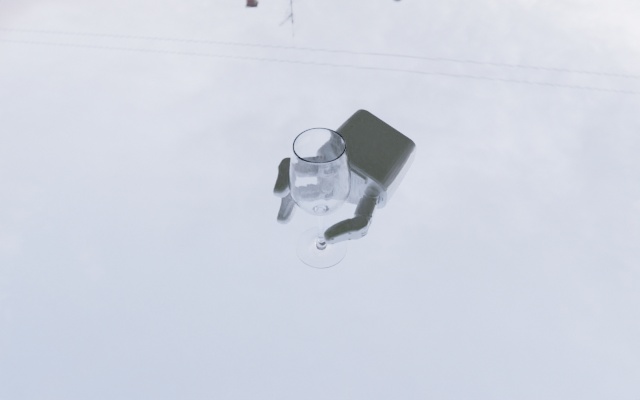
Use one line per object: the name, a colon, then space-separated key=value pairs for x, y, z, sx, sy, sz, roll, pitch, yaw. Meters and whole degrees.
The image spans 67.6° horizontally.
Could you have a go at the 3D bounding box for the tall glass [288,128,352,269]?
tall glass: x=0.000 y=0.003 z=0.618 sx=0.079 sy=0.079 sz=0.201 roll=0 pitch=-41 yaw=1
